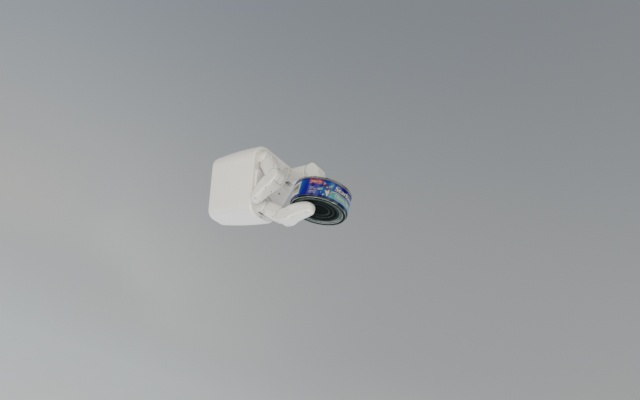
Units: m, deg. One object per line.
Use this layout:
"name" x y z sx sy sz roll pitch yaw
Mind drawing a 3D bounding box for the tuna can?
"tuna can" 0.000 0.003 0.690 0.086 0.033 0.086 11 -29 6
